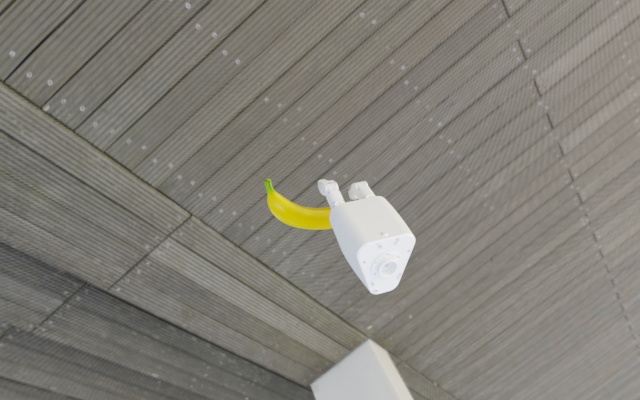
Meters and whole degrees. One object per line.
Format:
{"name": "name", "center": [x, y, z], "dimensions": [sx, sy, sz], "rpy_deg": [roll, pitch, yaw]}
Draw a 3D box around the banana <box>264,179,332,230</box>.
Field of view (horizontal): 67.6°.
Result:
{"name": "banana", "center": [-0.009, 0.018, 0.817], "dimensions": [0.198, 0.070, 0.037], "rpy_deg": [12, 22, -25]}
